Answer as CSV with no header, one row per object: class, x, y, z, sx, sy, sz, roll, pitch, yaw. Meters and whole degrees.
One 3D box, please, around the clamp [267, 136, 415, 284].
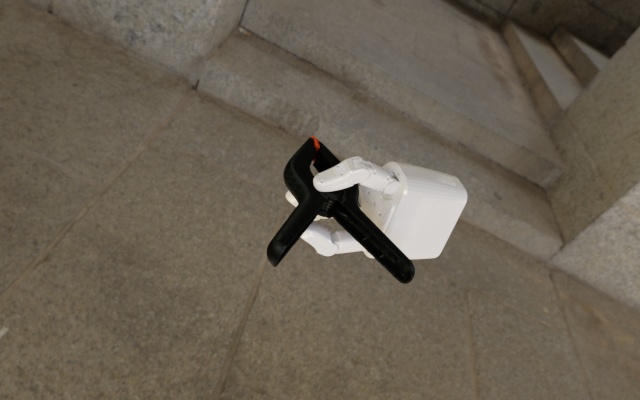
clamp,0.000,0.001,0.527,0.164,0.209,0.036,7,-48,-31
